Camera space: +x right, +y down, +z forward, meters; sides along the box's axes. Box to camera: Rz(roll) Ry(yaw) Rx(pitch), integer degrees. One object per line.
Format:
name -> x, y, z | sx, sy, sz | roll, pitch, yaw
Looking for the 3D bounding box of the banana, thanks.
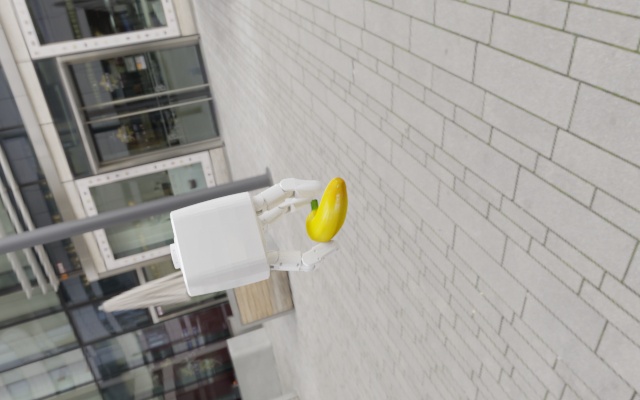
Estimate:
banana -> 0.004, 0.021, 0.635 | 0.037, 0.069, 0.198 | -12, -6, -13
